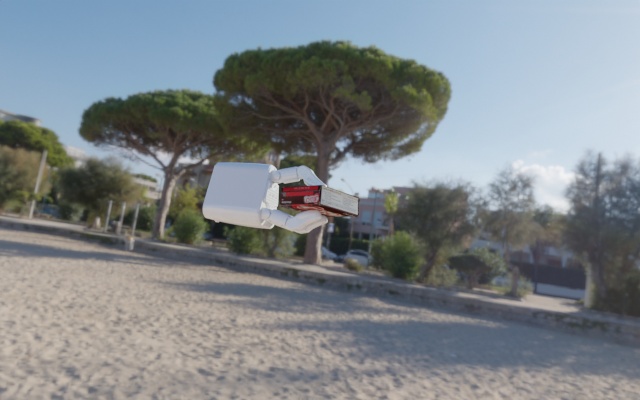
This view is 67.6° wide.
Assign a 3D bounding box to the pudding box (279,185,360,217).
[{"bbox_3d":[0.000,0.003,0.818,0.090,0.039,0.113,-1,-9,40],"label":"pudding box"}]
